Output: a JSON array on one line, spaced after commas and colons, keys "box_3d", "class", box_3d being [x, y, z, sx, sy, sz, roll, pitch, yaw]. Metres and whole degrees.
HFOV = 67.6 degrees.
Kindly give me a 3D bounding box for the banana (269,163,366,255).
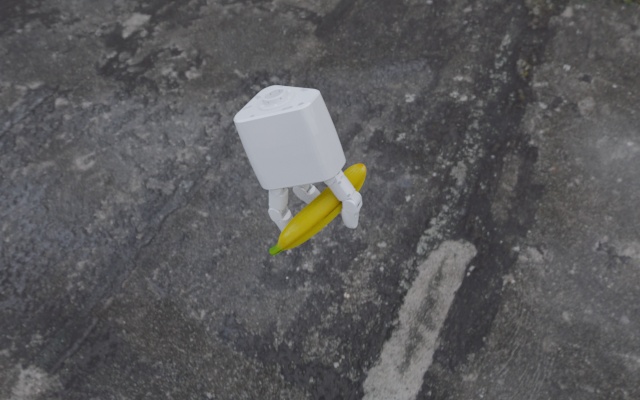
[{"box_3d": [0.006, 0.005, 0.676, 0.197, 0.037, 0.069, -41, 18, -19], "class": "banana"}]
